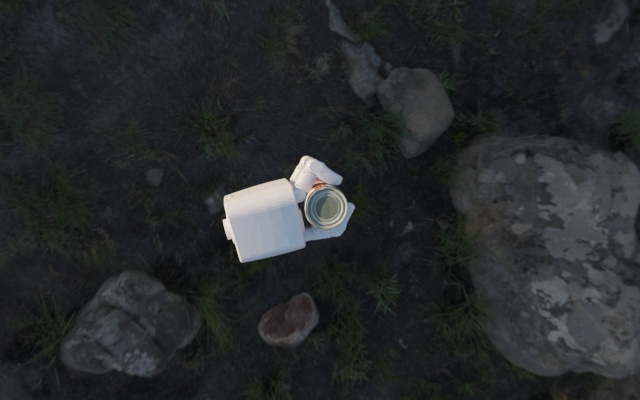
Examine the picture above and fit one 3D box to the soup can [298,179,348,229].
[{"bbox_3d":[0.001,0.003,0.761,0.068,0.068,0.102,0,10,-11],"label":"soup can"}]
